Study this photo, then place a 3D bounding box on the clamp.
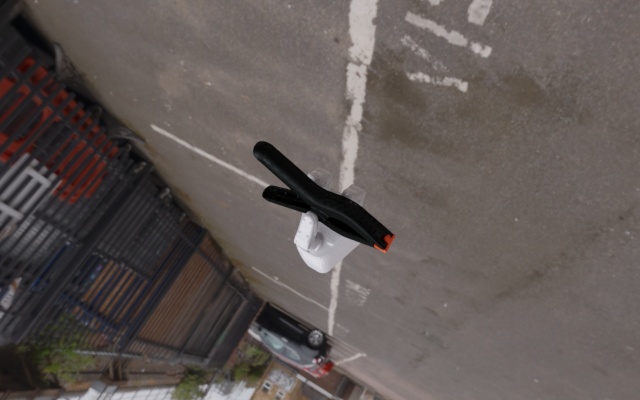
[{"bbox_3d":[0.000,0.003,0.627,0.210,0.036,0.165,27,-18,15],"label":"clamp"}]
